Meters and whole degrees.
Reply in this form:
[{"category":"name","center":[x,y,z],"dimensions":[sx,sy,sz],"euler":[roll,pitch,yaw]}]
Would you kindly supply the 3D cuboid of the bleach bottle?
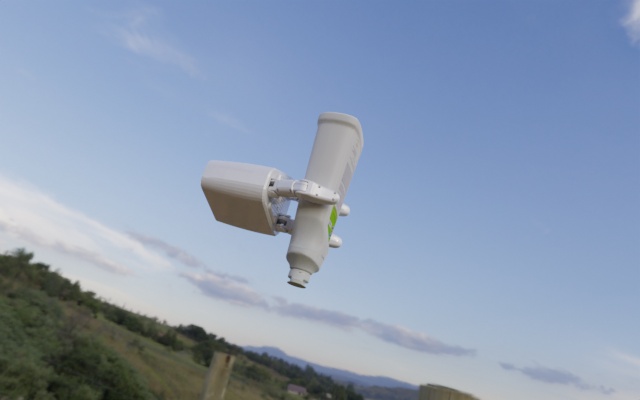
[{"category":"bleach bottle","center":[0.000,0.002,0.699],"dimensions":[0.068,0.250,0.103],"euler":[11,-22,16]}]
